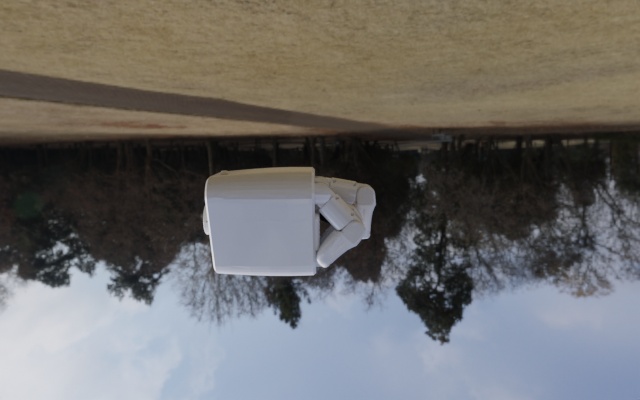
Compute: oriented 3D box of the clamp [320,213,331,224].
[{"bbox_3d":[0.000,0.003,0.602,0.120,0.039,0.171,2,5,-1],"label":"clamp"}]
